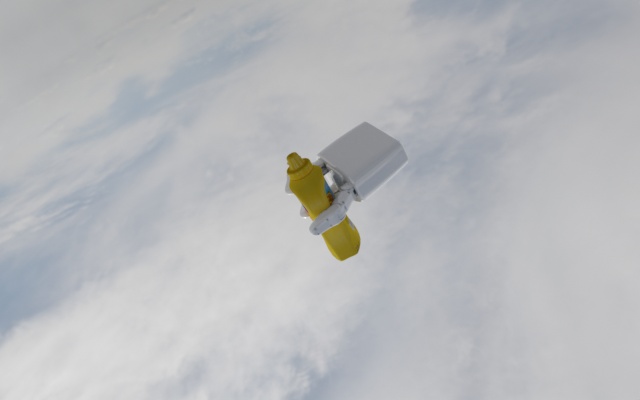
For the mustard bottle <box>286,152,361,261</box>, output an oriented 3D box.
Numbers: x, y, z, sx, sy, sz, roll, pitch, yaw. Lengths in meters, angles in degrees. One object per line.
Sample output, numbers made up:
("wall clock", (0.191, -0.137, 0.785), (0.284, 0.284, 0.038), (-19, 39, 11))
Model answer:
("mustard bottle", (0.000, 0.003, 0.765), (0.058, 0.192, 0.096), (-26, 30, 9))
